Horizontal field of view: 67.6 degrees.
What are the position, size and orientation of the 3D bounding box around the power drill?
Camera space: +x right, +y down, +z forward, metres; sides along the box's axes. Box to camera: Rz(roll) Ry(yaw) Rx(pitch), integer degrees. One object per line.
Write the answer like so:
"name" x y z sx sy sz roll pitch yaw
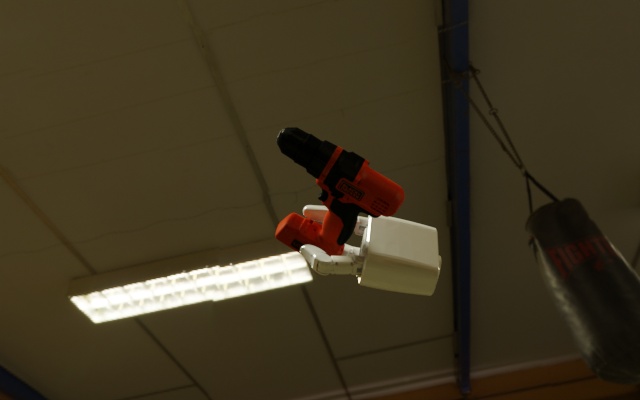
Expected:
"power drill" 0.000 0.003 0.671 0.184 0.057 0.188 32 -44 1
